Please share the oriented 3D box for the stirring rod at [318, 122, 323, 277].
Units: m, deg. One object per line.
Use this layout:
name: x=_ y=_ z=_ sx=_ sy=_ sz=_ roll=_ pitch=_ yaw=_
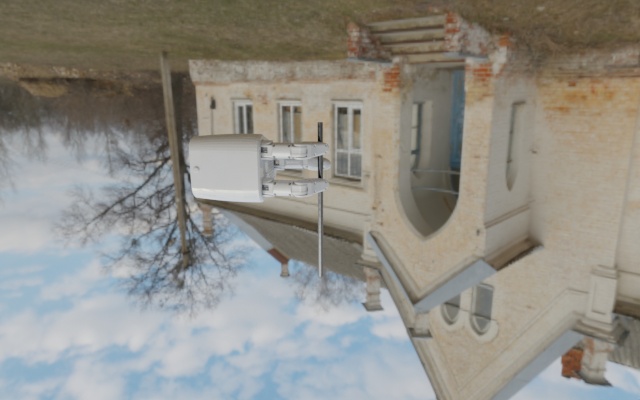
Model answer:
stirring rod: x=0.000 y=0.002 z=0.728 sx=0.011 sy=0.239 sz=0.011 roll=0 pitch=14 yaw=0
